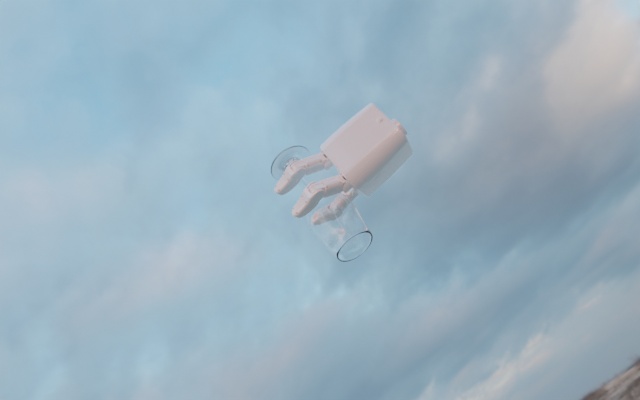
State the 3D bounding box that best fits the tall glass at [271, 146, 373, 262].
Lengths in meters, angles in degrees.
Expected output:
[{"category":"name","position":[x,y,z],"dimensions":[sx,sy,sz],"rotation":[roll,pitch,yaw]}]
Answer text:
[{"category":"tall glass","position":[0.000,0.002,0.745],"dimensions":[0.079,0.079,0.201],"rotation":[0,41,-42]}]
